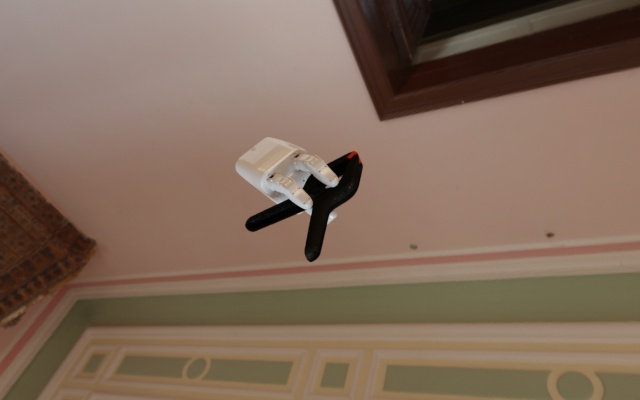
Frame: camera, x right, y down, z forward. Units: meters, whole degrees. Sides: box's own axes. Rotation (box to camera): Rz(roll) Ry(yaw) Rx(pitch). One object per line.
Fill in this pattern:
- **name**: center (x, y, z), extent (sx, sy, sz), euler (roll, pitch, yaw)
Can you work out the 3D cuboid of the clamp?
- **clamp**: center (0.001, 0.003, 0.738), extent (0.210, 0.036, 0.164), euler (-41, 39, -17)
